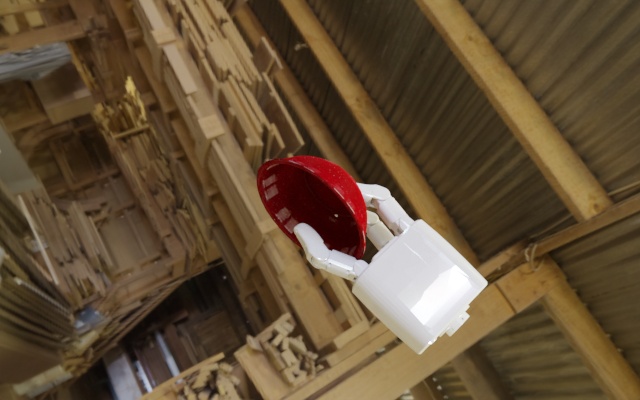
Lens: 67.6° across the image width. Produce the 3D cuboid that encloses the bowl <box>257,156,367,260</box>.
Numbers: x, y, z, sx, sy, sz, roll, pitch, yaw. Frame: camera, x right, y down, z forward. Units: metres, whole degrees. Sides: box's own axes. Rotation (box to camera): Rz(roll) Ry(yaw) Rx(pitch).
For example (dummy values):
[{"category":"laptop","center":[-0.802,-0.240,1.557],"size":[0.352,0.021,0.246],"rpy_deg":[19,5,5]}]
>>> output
[{"category":"bowl","center":[-0.001,0.001,0.581],"size":[0.162,0.162,0.055],"rpy_deg":[0,38,49]}]
